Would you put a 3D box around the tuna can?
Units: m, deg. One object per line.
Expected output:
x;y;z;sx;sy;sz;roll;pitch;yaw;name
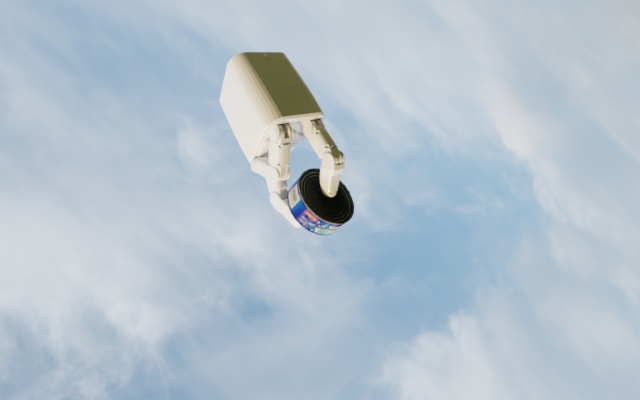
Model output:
0.000;0.002;0.623;0.086;0.086;0.034;0;-33;-40;tuna can
